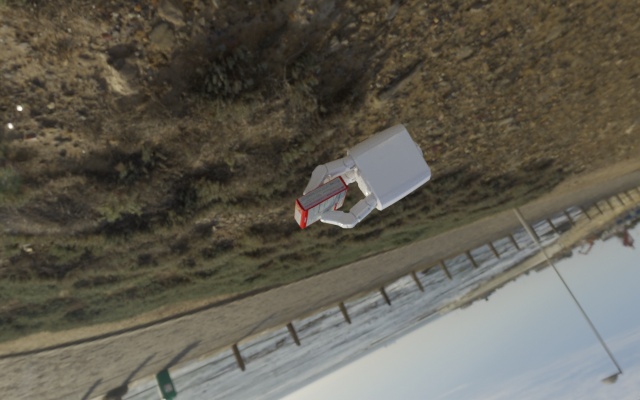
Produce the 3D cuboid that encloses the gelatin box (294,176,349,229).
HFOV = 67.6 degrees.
[{"bbox_3d":[0.000,0.003,0.804,0.089,0.030,0.073,-30,-19,-18],"label":"gelatin box"}]
